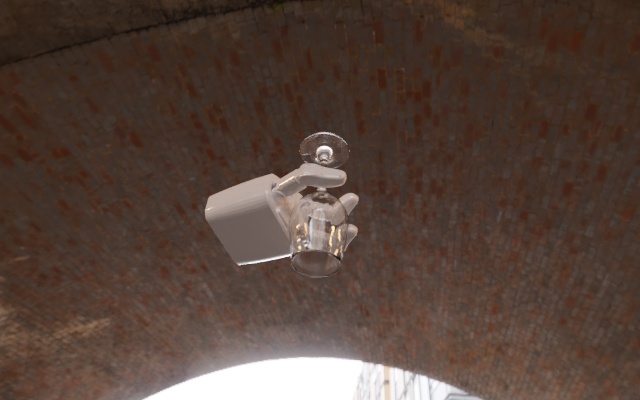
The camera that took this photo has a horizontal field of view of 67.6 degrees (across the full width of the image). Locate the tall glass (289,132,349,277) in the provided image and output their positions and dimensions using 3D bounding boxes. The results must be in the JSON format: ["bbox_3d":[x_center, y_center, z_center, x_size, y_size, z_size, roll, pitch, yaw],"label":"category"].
[{"bbox_3d":[0.000,0.002,0.646,0.079,0.200,0.079,2,-41,2],"label":"tall glass"}]
